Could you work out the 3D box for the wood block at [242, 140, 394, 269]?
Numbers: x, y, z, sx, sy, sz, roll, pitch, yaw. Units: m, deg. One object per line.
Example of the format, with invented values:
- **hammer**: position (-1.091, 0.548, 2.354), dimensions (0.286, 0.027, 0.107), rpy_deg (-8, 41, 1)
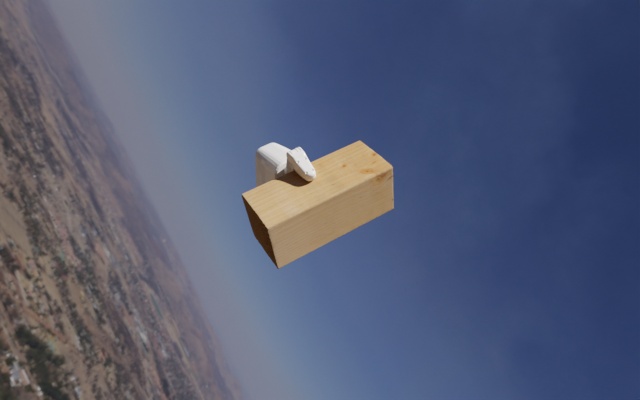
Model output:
- **wood block**: position (0.000, 0.002, 0.718), dimensions (0.206, 0.091, 0.090), rpy_deg (-26, 45, -17)
